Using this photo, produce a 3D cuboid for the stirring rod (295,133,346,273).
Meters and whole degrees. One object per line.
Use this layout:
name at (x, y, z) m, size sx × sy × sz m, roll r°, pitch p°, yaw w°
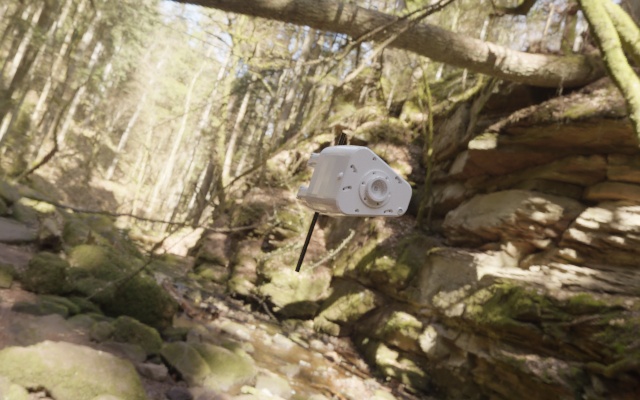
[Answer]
stirring rod at (0.000, 0.003, 0.783) m, size 0.011 × 0.239 × 0.011 m, roll 19°, pitch -4°, yaw 1°
